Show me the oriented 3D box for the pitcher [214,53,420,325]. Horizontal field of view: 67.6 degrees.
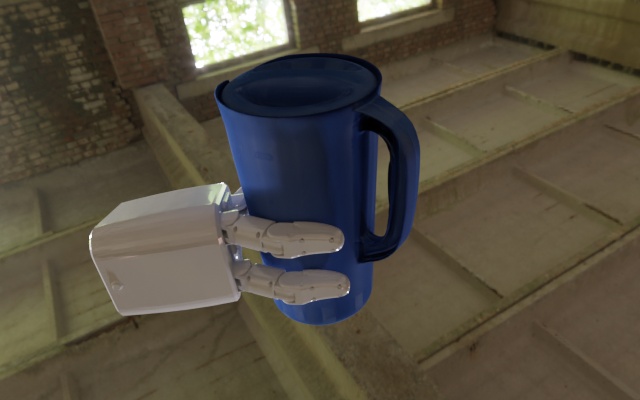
[{"bbox_3d":[0.000,0.001,0.437,0.145,0.243,0.149,-9,35,-4],"label":"pitcher"}]
